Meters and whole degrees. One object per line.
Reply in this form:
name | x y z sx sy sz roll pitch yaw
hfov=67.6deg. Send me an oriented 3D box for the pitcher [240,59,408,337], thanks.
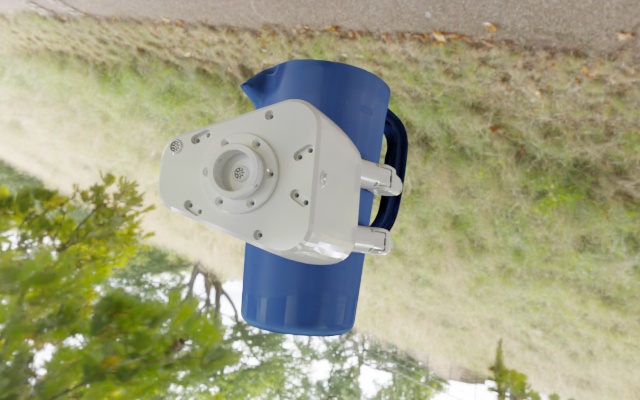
pitcher | 0.000 0.001 0.467 0.149 0.243 0.145 4 -7 15
